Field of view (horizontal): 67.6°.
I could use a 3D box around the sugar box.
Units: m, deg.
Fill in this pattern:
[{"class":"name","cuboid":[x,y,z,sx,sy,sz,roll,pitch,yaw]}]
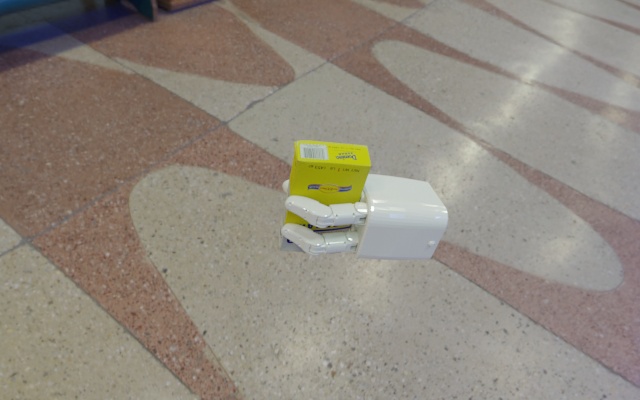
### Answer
[{"class":"sugar box","cuboid":[0.000,0.002,0.636,0.093,0.176,0.048,4,44,-9]}]
